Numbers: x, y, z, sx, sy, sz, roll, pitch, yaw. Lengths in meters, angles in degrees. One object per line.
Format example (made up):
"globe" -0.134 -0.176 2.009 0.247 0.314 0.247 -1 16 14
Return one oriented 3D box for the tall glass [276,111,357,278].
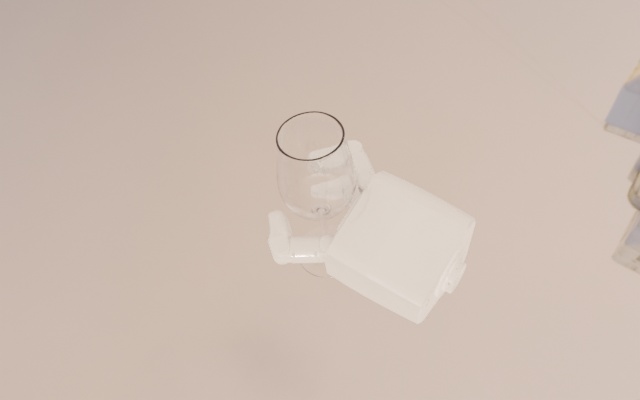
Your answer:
"tall glass" 0.000 0.002 0.501 0.079 0.079 0.201 0 -37 7
